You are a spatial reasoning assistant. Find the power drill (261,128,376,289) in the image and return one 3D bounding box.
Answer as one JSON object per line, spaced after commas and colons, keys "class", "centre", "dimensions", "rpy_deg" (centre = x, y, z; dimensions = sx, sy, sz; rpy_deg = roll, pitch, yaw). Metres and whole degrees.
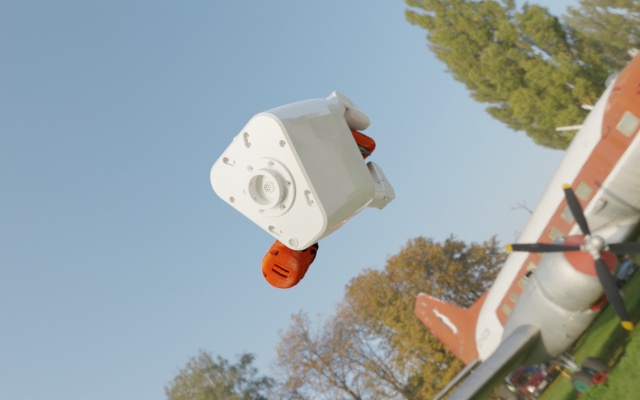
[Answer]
{"class": "power drill", "centre": [0.000, 0.001, 0.563], "dimensions": [0.057, 0.188, 0.184], "rpy_deg": [26, 10, 1]}
